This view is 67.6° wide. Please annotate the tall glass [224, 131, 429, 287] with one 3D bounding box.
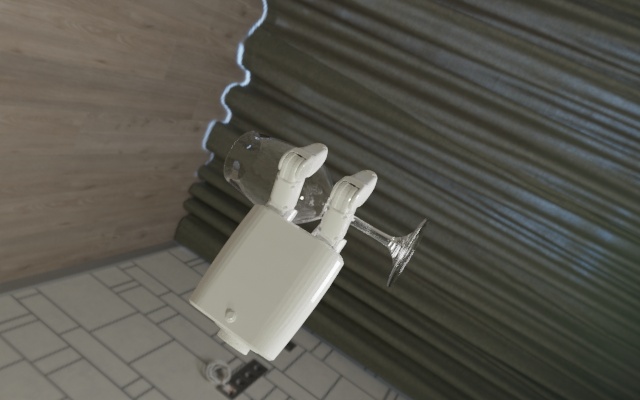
[{"bbox_3d":[0.001,0.002,0.474,0.201,0.079,0.079,30,10,17],"label":"tall glass"}]
